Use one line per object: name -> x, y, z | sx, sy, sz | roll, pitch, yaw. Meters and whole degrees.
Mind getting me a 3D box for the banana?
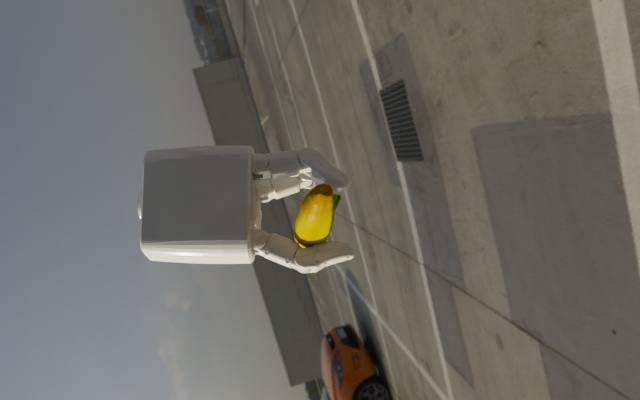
banana -> -0.005, 0.020, 0.503 | 0.037, 0.069, 0.198 | 16, 0, 3
